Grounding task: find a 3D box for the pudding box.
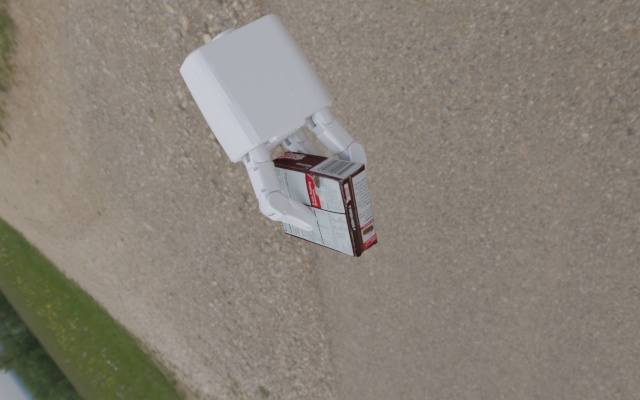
[{"bbox_3d":[0.000,0.002,0.495,0.039,0.090,0.113,-33,33,-34],"label":"pudding box"}]
